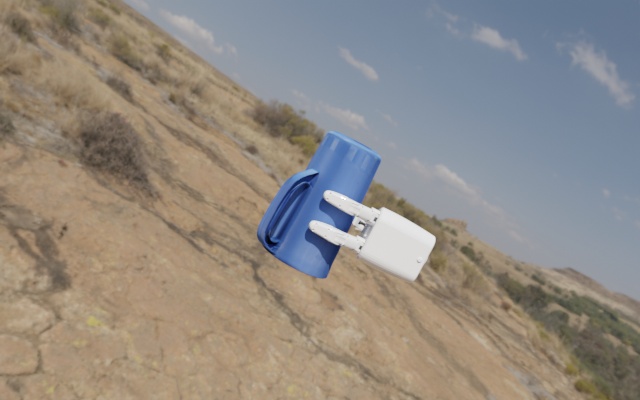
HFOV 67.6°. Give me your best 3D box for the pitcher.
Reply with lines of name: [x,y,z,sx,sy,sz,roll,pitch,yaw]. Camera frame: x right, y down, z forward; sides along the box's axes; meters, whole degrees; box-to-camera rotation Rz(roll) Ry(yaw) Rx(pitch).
pitcher: [0.000,0.003,0.839,0.145,0.243,0.149,28,5,0]
